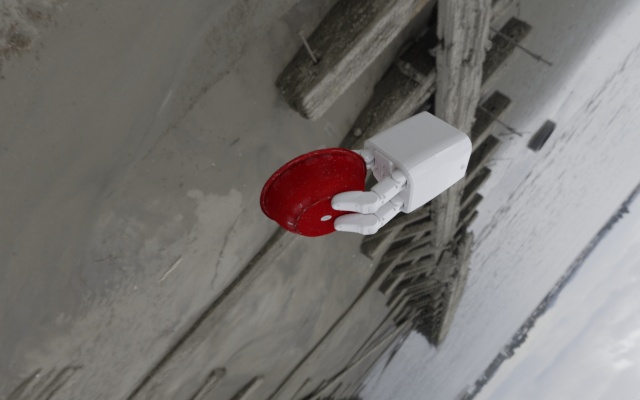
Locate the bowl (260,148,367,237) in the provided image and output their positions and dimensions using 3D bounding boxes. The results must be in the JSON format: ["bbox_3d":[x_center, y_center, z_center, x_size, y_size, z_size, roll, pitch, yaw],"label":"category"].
[{"bbox_3d":[-0.001,0.003,0.662,0.162,0.055,0.162,-17,-33,-11],"label":"bowl"}]
